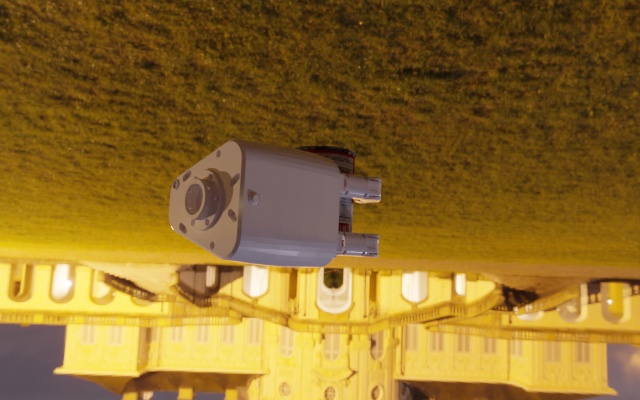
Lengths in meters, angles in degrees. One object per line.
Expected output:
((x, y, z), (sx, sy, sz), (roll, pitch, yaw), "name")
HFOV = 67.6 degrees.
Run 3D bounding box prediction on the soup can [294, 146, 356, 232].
((0.000, 0.002, 0.483), (0.068, 0.102, 0.068), (2, -7, 0), "soup can")
